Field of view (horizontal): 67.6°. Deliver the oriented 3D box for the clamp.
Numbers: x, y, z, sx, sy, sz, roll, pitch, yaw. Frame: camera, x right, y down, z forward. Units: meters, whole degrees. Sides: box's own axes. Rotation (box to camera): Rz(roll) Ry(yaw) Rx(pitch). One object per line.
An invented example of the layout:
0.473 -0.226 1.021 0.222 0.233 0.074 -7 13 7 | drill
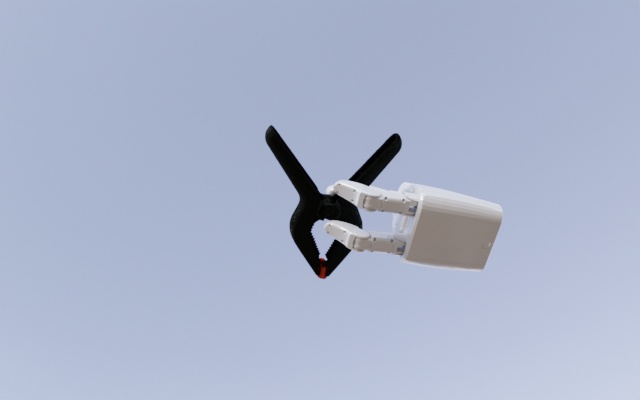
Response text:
0.000 0.002 0.608 0.164 0.210 0.036 10 23 -6 | clamp
